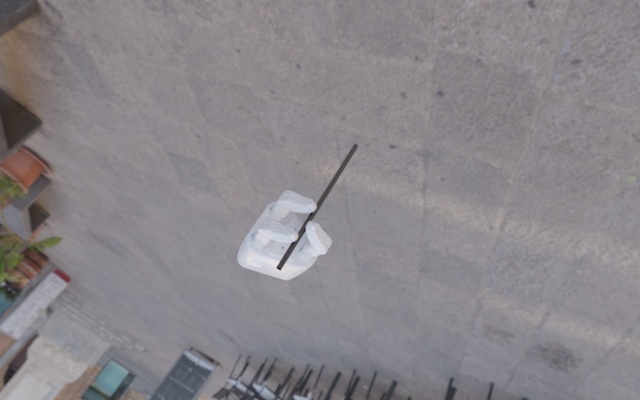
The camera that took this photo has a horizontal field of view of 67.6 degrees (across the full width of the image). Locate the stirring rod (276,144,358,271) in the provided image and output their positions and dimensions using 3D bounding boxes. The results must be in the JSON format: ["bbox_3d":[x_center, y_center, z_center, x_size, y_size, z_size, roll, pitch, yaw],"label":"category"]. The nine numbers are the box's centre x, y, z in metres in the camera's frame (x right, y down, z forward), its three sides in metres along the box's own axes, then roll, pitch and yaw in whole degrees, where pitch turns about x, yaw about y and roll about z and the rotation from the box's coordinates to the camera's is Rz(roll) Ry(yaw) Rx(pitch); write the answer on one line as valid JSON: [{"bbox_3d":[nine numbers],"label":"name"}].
[{"bbox_3d":[0.000,0.002,0.696,0.011,0.239,0.011,24,-30,15],"label":"stirring rod"}]
